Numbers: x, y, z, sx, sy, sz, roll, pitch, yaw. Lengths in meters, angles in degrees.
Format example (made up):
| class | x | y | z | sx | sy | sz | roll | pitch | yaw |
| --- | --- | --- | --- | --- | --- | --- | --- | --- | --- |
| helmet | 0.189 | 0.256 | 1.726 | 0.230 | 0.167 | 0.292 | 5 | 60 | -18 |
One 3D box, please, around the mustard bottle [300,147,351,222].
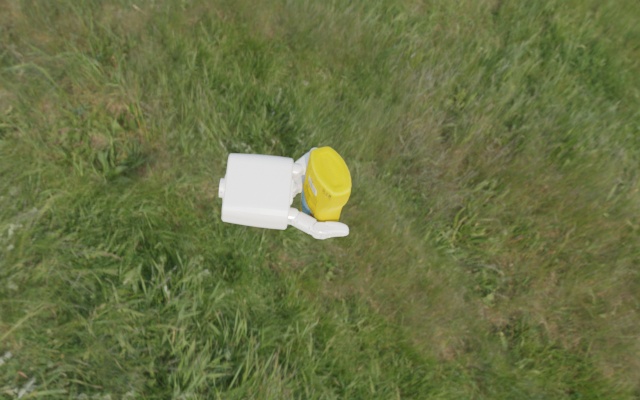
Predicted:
| class | x | y | z | sx | sy | sz | roll | pitch | yaw |
| --- | --- | --- | --- | --- | --- | --- | --- | --- | --- |
| mustard bottle | 0.001 | 0.002 | 0.810 | 0.058 | 0.096 | 0.192 | -15 | -28 | -20 |
